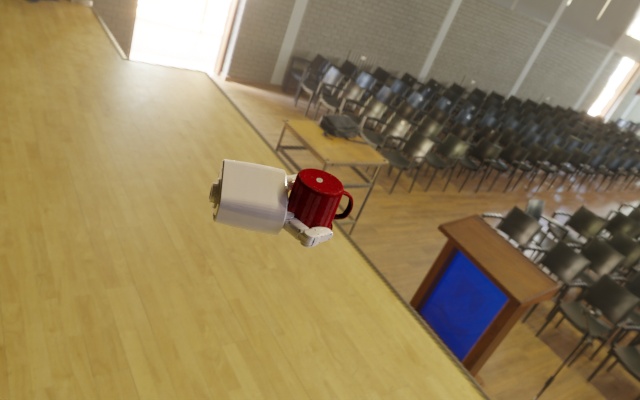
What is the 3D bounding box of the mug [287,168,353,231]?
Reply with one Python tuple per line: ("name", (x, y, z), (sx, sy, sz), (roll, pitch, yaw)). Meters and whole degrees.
("mug", (0.002, 0.003, 0.791), (0.117, 0.081, 0.093), (10, 31, -19))
